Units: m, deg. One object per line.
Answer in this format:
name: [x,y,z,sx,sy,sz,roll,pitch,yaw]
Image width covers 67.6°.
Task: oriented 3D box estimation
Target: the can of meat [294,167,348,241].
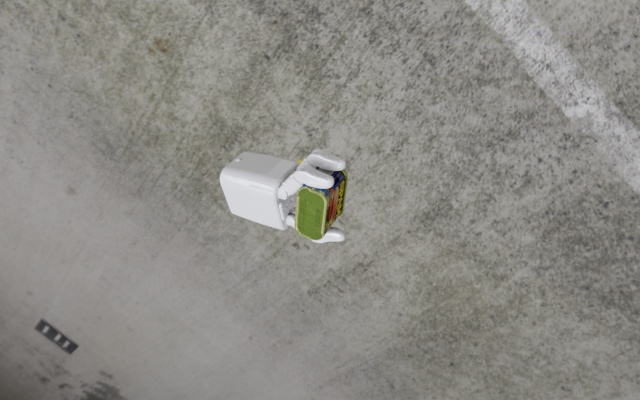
can of meat: [0.000,0.003,0.770,0.057,0.102,0.084,18,37,17]
